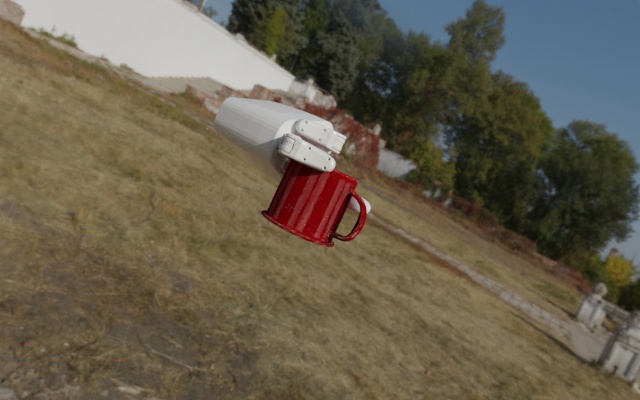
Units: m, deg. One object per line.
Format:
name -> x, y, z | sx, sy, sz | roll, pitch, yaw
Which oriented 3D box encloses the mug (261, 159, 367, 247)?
mug -> 0.001, 0.002, 0.543 | 0.117, 0.081, 0.093 | 28, 5, 29
